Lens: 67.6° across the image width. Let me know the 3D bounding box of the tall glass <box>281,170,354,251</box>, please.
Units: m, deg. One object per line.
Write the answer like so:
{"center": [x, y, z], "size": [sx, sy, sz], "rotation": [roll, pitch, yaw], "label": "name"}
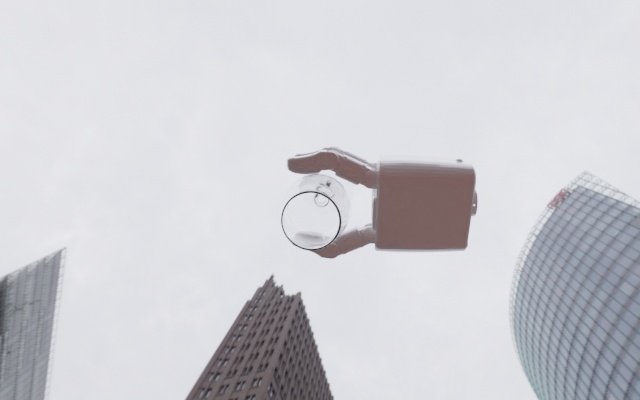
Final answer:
{"center": [0.000, 0.002, 0.576], "size": [0.079, 0.079, 0.201], "rotation": [0, 11, 6], "label": "tall glass"}
